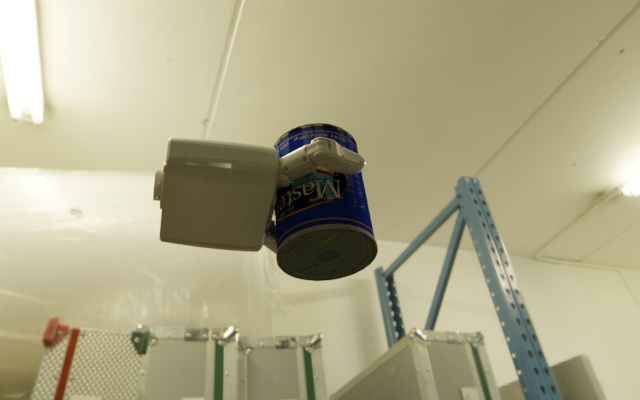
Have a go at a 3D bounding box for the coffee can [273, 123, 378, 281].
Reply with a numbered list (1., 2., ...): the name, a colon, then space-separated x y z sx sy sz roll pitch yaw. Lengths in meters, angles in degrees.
1. coffee can: 0.000 0.002 0.520 0.103 0.140 0.103 -5 -36 -3
